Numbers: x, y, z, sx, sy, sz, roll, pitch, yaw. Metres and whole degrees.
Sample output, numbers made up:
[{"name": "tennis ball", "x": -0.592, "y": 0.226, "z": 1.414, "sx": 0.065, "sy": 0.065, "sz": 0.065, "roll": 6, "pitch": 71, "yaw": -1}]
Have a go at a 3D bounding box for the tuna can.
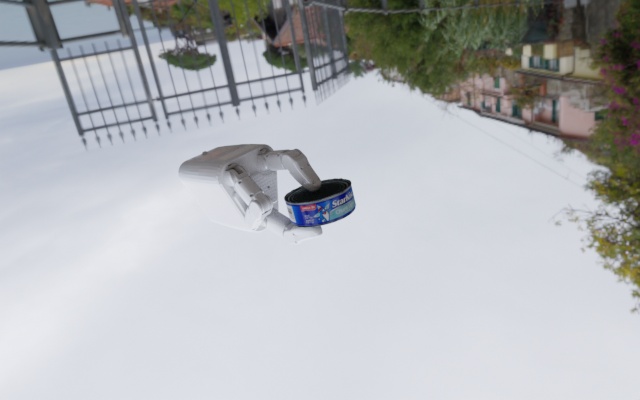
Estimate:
[{"name": "tuna can", "x": 0.000, "y": 0.002, "z": 0.593, "sx": 0.086, "sy": 0.034, "sz": 0.086, "roll": -13, "pitch": 17, "yaw": 4}]
